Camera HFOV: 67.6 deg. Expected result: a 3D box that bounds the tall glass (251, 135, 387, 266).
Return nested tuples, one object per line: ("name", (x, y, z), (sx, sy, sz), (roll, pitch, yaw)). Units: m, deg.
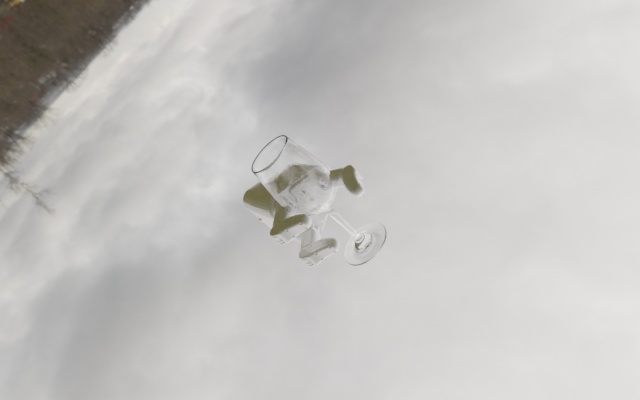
("tall glass", (0.001, 0.002, 0.637), (0.201, 0.079, 0.079), (43, -24, -28))
